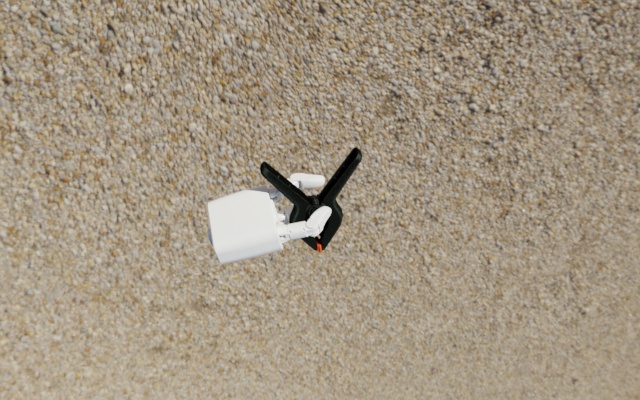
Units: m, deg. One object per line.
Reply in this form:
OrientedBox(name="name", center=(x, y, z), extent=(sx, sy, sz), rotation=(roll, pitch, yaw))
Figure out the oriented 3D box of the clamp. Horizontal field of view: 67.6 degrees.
OrientedBox(name="clamp", center=(0.000, 0.004, 0.815), extent=(0.164, 0.210, 0.036), rotation=(-14, 39, -1))
